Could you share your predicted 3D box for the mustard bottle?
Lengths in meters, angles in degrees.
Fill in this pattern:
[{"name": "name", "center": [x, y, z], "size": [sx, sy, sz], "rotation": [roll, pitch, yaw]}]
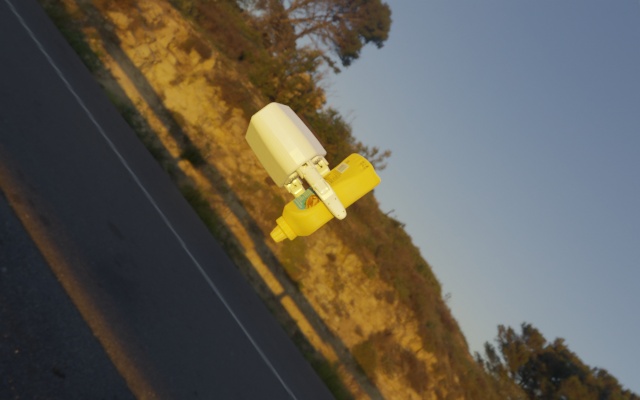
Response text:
[{"name": "mustard bottle", "center": [0.001, 0.003, 0.770], "size": [0.191, 0.058, 0.096], "rotation": [-37, 23, -3]}]
